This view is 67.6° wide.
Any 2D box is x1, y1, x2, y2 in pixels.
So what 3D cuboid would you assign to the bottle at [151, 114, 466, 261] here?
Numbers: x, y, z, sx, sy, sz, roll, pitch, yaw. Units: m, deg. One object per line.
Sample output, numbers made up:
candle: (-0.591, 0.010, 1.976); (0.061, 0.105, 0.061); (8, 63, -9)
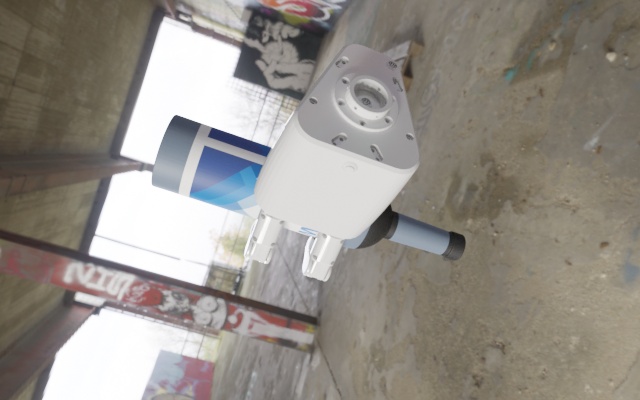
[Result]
bottle: (0.000, 0.001, 0.446); (0.296, 0.069, 0.069); (18, -4, -11)
